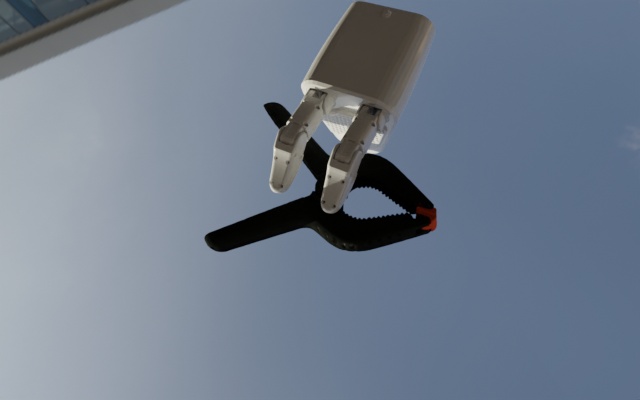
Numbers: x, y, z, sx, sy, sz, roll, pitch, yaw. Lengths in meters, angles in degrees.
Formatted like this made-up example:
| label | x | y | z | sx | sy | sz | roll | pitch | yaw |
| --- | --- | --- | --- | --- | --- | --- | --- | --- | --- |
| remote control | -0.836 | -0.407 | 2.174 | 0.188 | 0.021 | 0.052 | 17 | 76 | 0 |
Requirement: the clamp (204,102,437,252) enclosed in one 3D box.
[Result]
| label | x | y | z | sx | sy | sz | roll | pitch | yaw |
| --- | --- | --- | --- | --- | --- | --- | --- | --- | --- |
| clamp | 0.001 | 0.002 | 0.446 | 0.210 | 0.164 | 0.036 | 21 | -15 | 21 |
